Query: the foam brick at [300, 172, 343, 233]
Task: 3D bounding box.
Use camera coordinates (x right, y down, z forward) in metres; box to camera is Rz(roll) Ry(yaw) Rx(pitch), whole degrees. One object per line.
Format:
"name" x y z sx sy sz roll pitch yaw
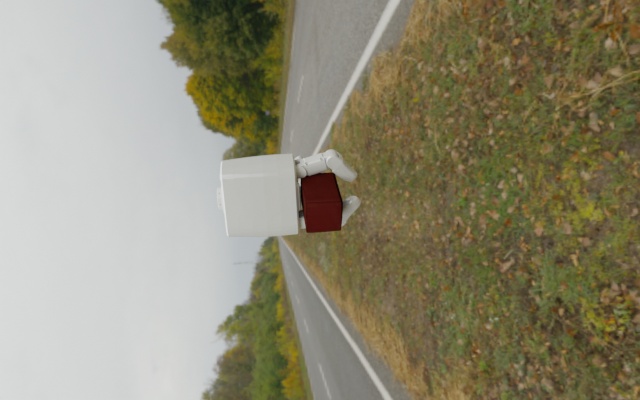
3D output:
"foam brick" 0.000 0.002 0.681 0.051 0.053 0.078 -4 34 -6
